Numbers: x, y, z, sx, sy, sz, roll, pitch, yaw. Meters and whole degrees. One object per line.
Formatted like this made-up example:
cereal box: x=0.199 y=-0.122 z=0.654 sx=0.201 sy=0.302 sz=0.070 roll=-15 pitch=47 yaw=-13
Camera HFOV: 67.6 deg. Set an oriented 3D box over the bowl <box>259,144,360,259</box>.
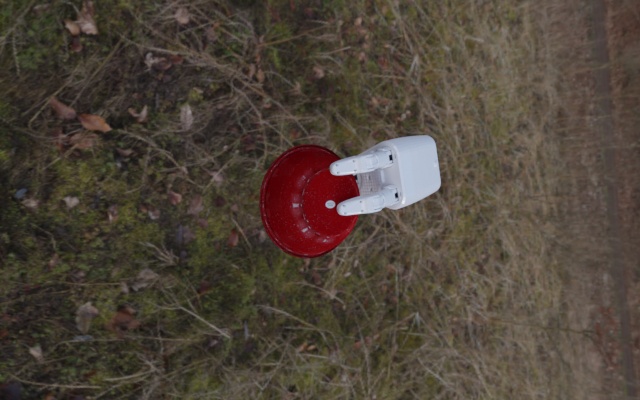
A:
bowl: x=-0.001 y=0.003 z=0.653 sx=0.162 sy=0.162 sz=0.055 roll=0 pitch=2 yaw=-32
